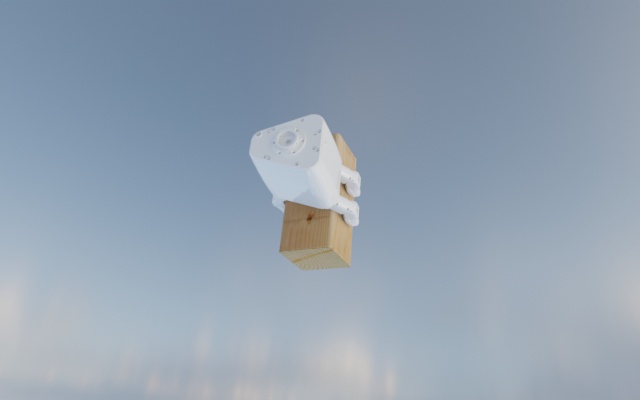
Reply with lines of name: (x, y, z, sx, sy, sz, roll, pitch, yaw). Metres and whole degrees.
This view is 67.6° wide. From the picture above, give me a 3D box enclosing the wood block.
wood block: (0.000, 0.003, 0.800, 0.091, 0.206, 0.090, -7, -30, 24)
